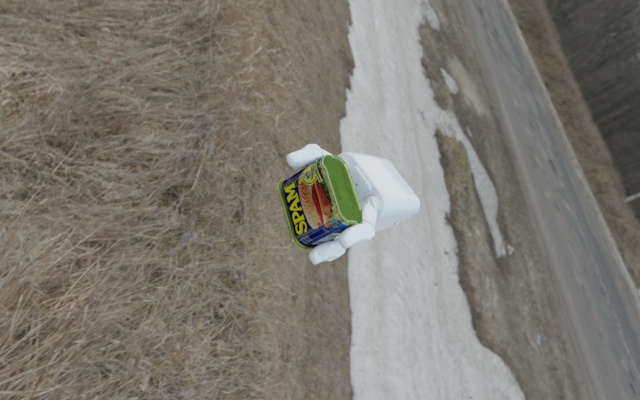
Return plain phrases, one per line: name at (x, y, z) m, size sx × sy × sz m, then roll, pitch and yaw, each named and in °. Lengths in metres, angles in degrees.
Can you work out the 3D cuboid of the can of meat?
can of meat at (0.000, 0.002, 0.617) m, size 0.084 × 0.102 × 0.057 m, roll -30°, pitch -22°, yaw 35°
